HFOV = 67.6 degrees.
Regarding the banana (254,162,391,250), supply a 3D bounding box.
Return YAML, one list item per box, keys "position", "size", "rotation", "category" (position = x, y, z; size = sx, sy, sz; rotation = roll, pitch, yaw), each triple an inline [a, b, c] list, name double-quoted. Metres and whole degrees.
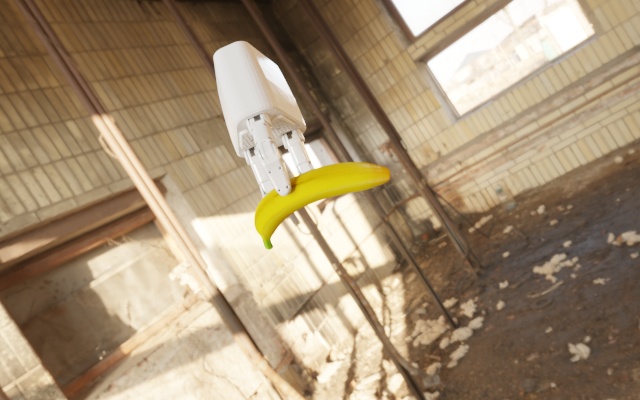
- position: [-0.014, -0.004, 0.572]
  size: [0.198, 0.037, 0.070]
  rotation: [-29, -42, 26]
  category: "banana"
